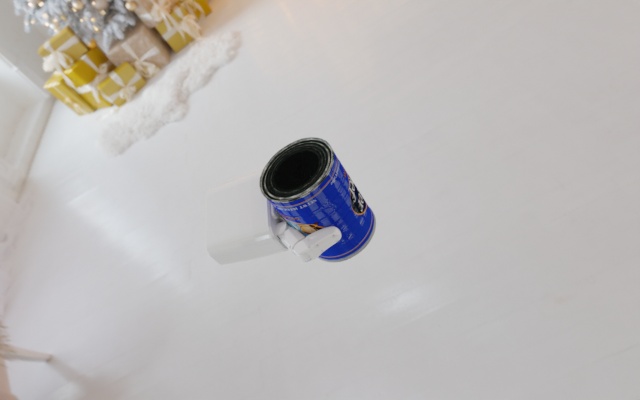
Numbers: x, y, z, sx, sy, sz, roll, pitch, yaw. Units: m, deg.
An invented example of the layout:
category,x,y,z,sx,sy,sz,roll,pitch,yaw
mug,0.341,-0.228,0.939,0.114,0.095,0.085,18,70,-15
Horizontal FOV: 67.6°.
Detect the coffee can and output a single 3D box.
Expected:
category,x,y,z,sx,sy,sz,roll,pitch,yaw
coffee can,0.000,0.002,0.625,0.103,0.102,0.140,0,-37,33
